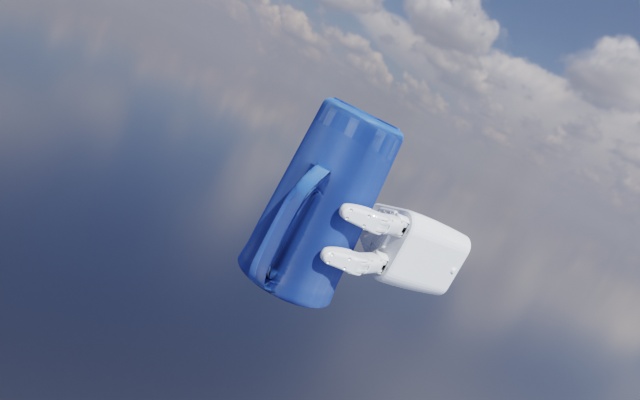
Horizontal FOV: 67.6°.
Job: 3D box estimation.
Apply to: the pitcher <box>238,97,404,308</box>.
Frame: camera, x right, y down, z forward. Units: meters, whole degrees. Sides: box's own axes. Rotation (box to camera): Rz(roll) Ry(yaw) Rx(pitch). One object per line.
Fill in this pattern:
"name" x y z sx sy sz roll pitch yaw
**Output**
"pitcher" 0.000 0.002 0.589 0.145 0.243 0.149 21 13 -26
